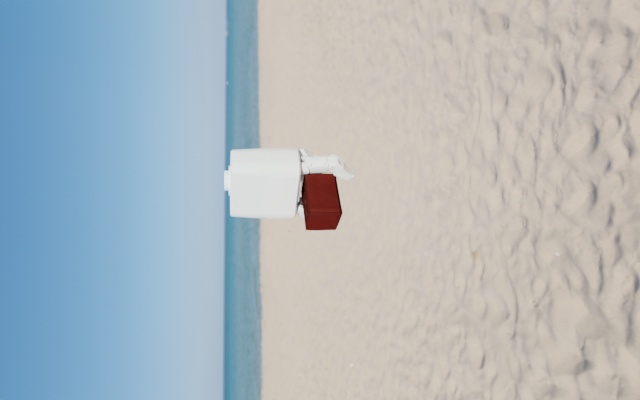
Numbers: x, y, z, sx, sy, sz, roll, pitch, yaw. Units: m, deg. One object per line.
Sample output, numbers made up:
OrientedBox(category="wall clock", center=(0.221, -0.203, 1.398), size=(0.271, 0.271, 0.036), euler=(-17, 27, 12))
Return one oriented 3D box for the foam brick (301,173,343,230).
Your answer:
OrientedBox(category="foam brick", center=(0.000, 0.003, 0.758), size=(0.051, 0.078, 0.053), euler=(0, -36, -12))
